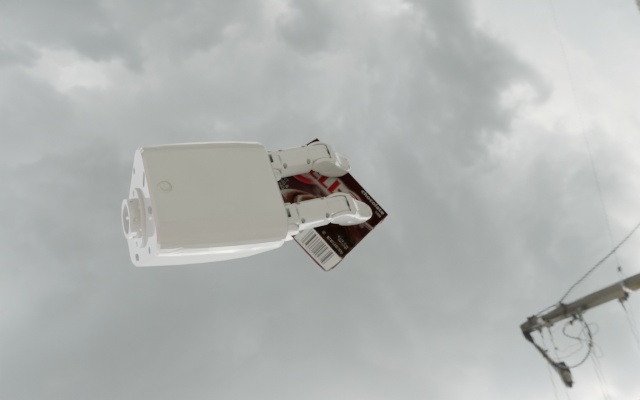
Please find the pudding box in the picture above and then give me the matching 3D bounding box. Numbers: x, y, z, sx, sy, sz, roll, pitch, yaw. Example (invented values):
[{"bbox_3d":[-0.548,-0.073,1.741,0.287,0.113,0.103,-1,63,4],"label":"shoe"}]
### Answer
[{"bbox_3d":[0.000,0.002,0.475,0.090,0.113,0.039,-38,-5,-43],"label":"pudding box"}]
